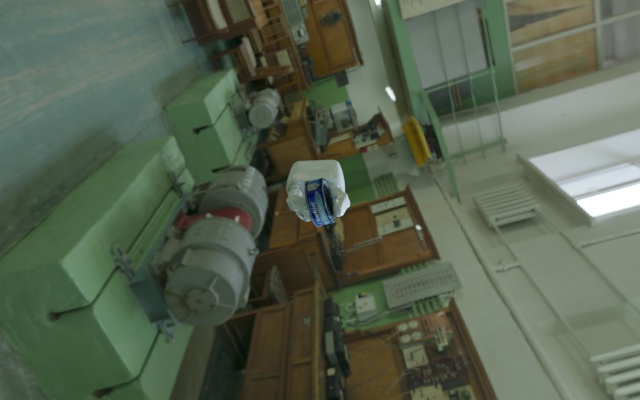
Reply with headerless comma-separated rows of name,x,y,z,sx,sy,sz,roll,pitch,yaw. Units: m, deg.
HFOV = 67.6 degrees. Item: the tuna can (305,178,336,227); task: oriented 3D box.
tuna can,0.001,0.003,0.868,0.034,0.086,0.086,-13,-3,12
